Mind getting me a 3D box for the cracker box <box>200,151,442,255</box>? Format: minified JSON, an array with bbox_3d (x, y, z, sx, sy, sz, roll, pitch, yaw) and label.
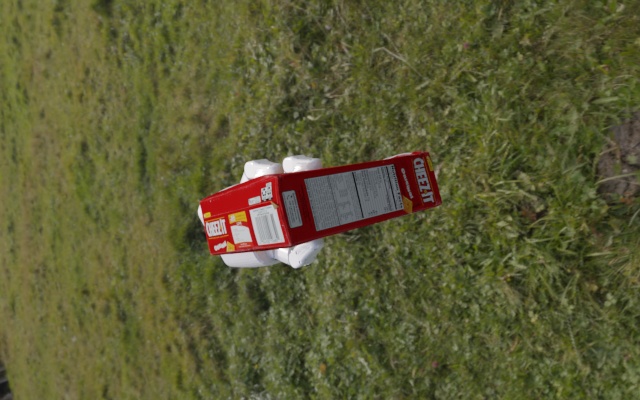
[{"bbox_3d":[0.000,0.002,0.531,0.213,0.072,0.164,-12,-1,-38],"label":"cracker box"}]
